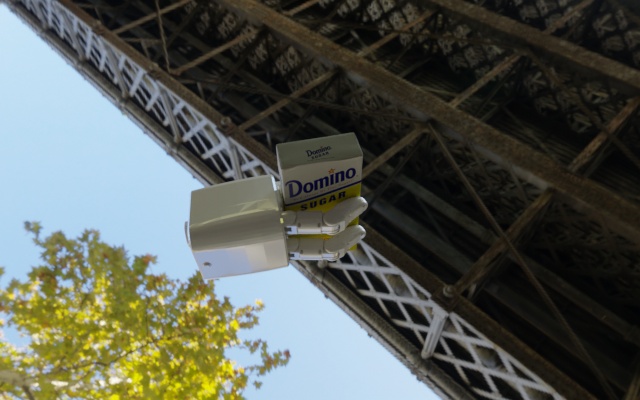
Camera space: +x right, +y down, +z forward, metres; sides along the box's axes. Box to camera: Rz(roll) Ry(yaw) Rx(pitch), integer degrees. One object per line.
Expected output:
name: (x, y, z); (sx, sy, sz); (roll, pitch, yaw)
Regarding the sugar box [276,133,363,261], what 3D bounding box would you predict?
sugar box: (0.000, 0.002, 0.585); (0.093, 0.048, 0.176); (-10, -38, -6)
